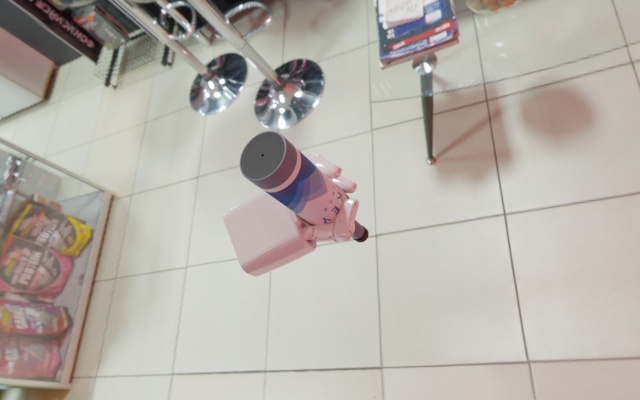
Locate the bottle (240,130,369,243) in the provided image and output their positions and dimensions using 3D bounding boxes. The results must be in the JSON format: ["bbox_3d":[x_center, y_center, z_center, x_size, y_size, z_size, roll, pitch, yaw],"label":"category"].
[{"bbox_3d":[0.000,0.002,0.675,0.069,0.069,0.296,0,-22,30],"label":"bottle"}]
